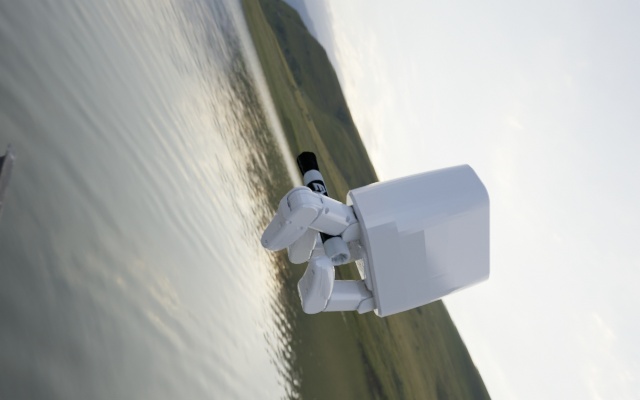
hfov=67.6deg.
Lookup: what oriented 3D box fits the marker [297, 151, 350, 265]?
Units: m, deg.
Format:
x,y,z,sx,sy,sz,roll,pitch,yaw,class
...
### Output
x,y,z,sx,sy,sz,roll,pitch,yaw,class
0.000,0.001,0.410,0.020,0.121,0.020,-11,-40,-9,marker
